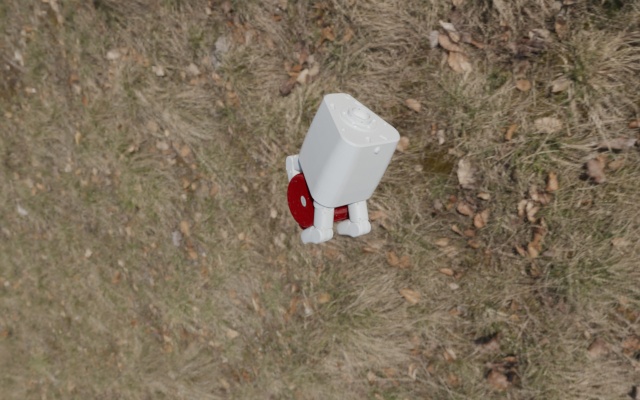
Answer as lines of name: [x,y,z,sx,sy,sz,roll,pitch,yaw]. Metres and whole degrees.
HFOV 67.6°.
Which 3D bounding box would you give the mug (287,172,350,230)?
mug: [-0.001,0.003,0.717,0.081,0.093,0.117,-13,-36,-36]
